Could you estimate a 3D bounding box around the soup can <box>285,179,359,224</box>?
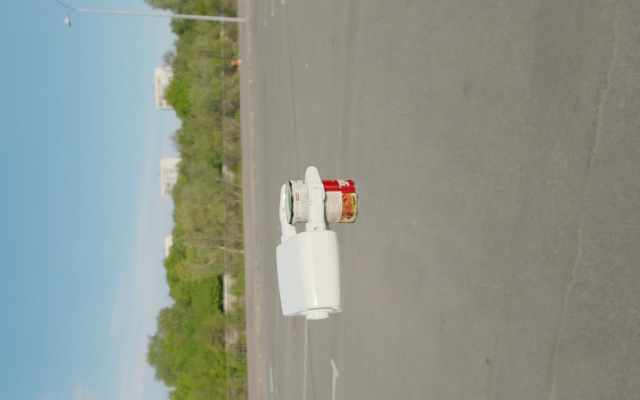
[{"bbox_3d":[0.000,0.002,0.727,0.102,0.068,0.068,-1,0,-12],"label":"soup can"}]
